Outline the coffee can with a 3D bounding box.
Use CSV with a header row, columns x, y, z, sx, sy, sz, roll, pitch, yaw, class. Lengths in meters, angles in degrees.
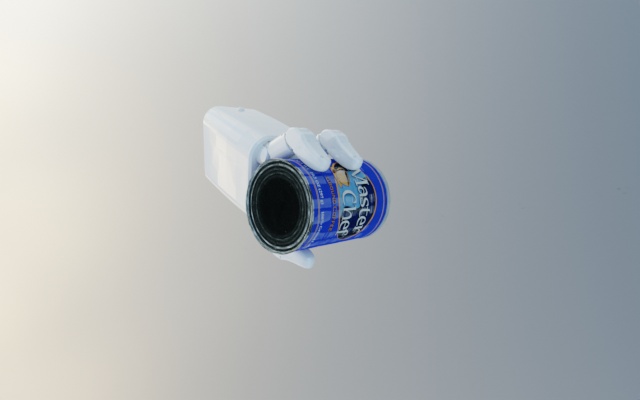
x,y,z,sx,sy,sz,roll,pitch,yaw,class
0.000,0.002,0.554,0.103,0.103,0.140,0,4,42,coffee can
